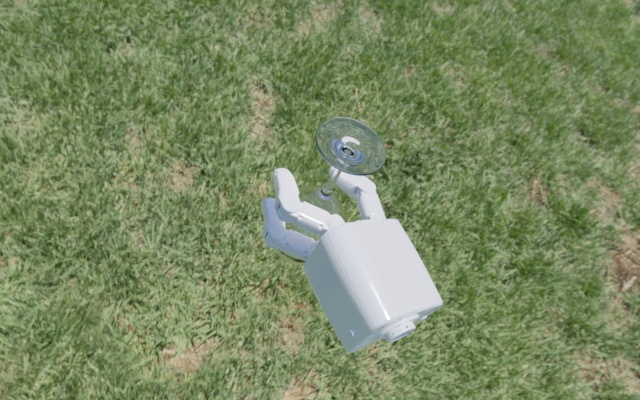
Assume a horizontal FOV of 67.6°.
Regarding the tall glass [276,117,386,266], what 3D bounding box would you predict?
[{"bbox_3d":[0.000,0.001,0.542,0.079,0.079,0.201,0,-34,-22],"label":"tall glass"}]
